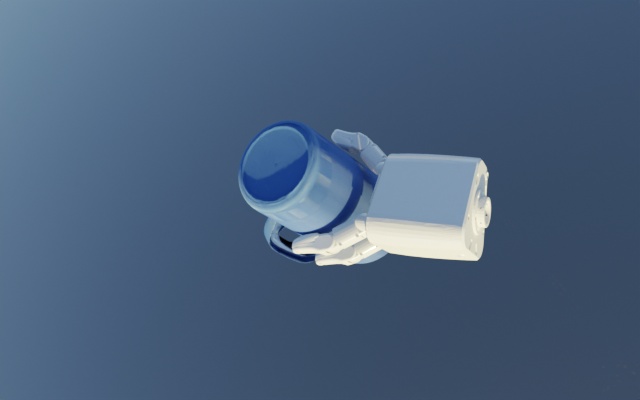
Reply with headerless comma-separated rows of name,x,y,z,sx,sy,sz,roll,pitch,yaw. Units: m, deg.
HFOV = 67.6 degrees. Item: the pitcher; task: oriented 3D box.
pitcher,0.000,0.002,0.612,0.145,0.149,0.243,6,-14,31
